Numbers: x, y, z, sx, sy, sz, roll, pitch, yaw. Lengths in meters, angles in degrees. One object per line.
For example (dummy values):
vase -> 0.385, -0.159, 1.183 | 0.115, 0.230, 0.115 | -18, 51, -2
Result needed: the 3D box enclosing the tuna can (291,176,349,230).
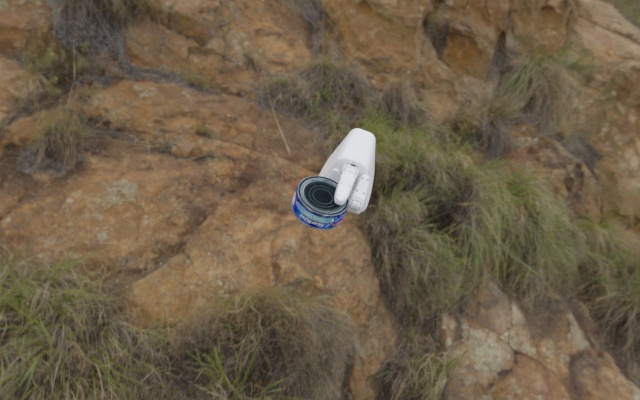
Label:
tuna can -> 0.000, 0.002, 0.736 | 0.086, 0.086, 0.034 | 0, -41, -22
